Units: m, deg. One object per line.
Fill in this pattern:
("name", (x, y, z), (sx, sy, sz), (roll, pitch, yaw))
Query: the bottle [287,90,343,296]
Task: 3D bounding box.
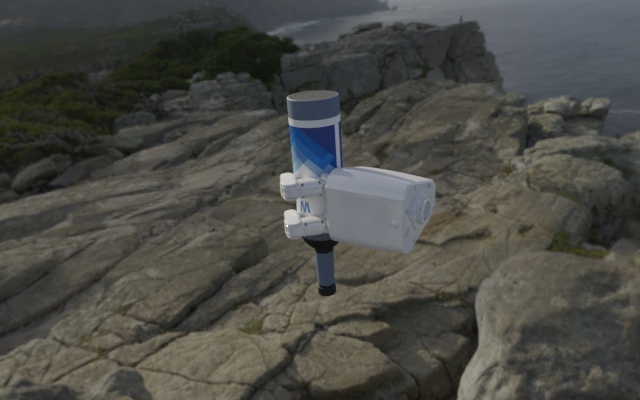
("bottle", (0.000, 0.002, 0.660), (0.069, 0.296, 0.069), (-4, 23, 2))
